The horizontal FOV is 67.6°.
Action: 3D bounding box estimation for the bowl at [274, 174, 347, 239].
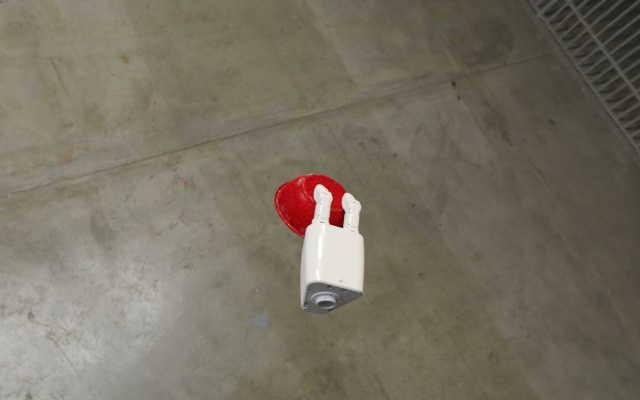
[{"bbox_3d":[0.000,0.002,0.873,0.162,0.162,0.055,0,-43,-34],"label":"bowl"}]
